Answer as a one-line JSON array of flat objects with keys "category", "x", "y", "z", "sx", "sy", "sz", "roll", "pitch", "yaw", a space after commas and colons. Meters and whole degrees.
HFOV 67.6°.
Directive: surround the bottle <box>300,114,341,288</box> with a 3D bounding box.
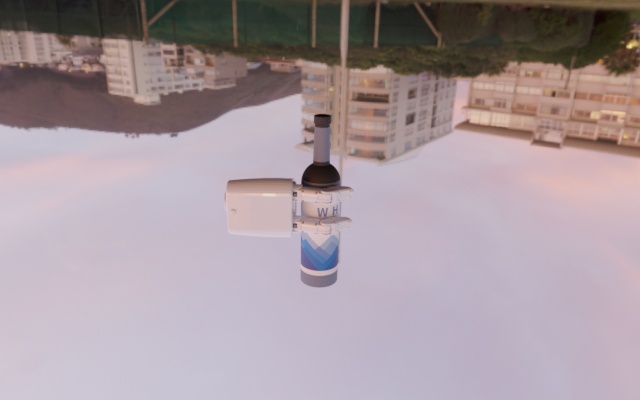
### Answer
[{"category": "bottle", "x": 0.000, "y": 0.003, "z": 0.809, "sx": 0.069, "sy": 0.296, "sz": 0.069, "roll": 1, "pitch": 21, "yaw": 0}]
